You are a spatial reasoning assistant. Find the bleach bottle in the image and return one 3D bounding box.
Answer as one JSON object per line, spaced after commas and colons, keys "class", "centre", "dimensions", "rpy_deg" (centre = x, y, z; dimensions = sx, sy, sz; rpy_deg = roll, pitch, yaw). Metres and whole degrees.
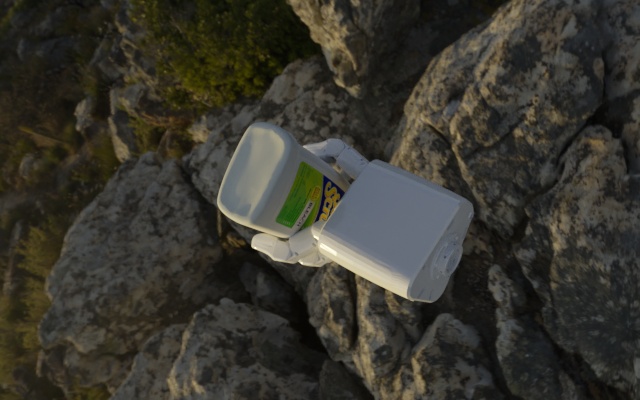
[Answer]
{"class": "bleach bottle", "centre": [0.000, 0.002, 0.549], "dimensions": [0.068, 0.102, 0.251], "rpy_deg": [27, 3, 35]}
